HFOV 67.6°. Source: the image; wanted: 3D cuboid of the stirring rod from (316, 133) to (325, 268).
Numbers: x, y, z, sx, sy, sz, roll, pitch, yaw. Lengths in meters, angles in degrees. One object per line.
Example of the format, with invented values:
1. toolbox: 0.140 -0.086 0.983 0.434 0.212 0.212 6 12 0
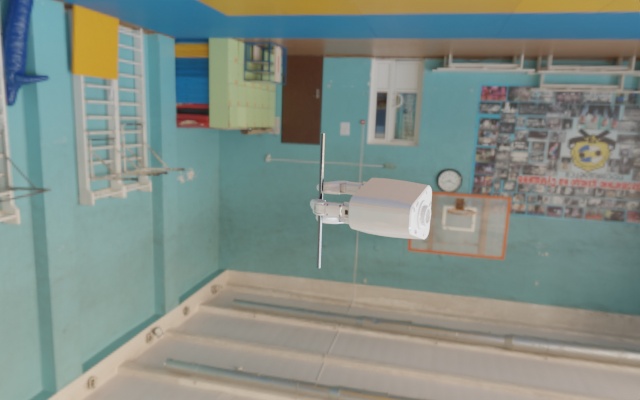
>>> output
1. stirring rod: 0.000 0.003 0.843 0.011 0.239 0.011 2 9 0
